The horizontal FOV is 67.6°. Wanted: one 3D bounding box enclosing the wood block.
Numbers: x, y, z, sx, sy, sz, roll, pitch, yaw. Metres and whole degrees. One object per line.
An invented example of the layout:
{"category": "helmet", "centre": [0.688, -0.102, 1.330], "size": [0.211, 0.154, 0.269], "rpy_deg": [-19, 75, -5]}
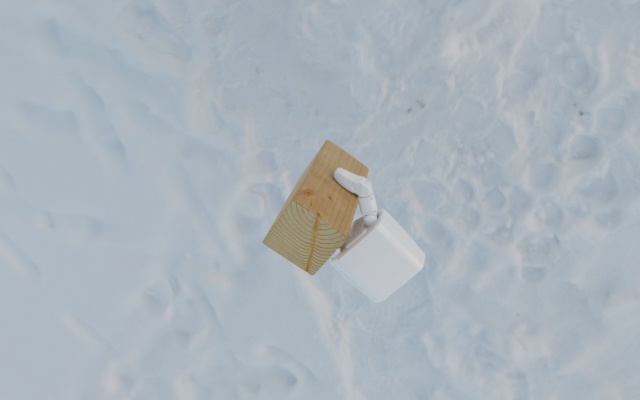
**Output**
{"category": "wood block", "centre": [0.001, 0.002, 0.730], "size": [0.090, 0.091, 0.206], "rpy_deg": [35, 32, -7]}
